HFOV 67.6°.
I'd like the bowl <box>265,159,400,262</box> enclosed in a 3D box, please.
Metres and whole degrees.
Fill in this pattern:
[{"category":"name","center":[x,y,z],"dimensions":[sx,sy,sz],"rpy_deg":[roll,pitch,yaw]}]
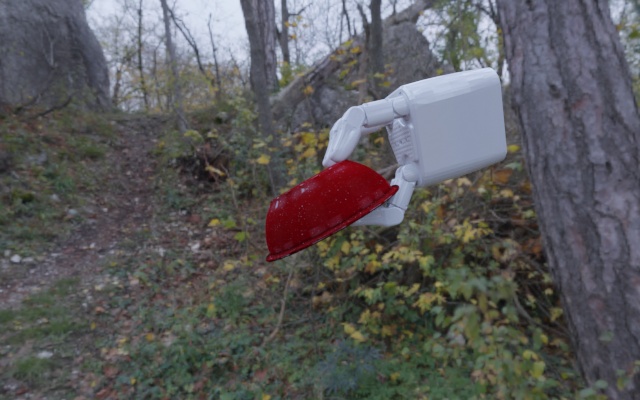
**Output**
[{"category":"bowl","center":[-0.001,0.002,0.507],"dimensions":[0.162,0.055,0.162],"rpy_deg":[-30,3,2]}]
